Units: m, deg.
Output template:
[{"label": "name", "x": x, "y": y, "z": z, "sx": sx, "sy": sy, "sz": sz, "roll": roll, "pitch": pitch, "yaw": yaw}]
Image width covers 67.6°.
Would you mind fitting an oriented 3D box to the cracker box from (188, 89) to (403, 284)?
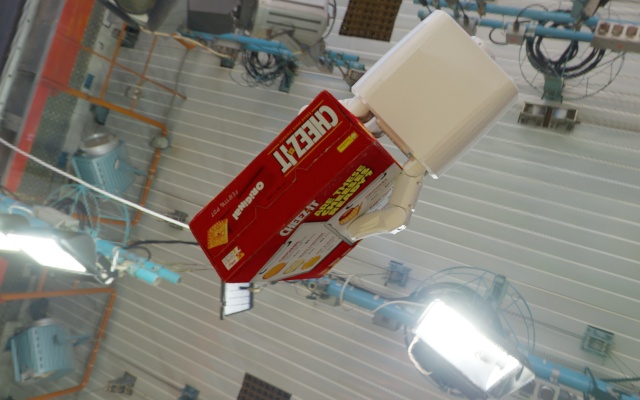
[{"label": "cracker box", "x": 0.000, "y": 0.002, "z": 0.468, "sx": 0.164, "sy": 0.072, "sz": 0.214, "roll": -44, "pitch": -20, "yaw": 10}]
